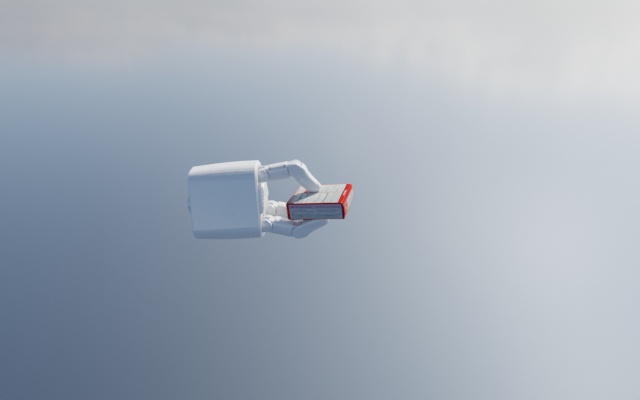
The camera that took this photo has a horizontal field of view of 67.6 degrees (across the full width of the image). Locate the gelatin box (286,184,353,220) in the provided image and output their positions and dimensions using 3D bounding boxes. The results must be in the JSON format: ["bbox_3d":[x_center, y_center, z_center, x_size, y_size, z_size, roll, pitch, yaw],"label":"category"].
[{"bbox_3d":[0.000,0.002,0.728,0.089,0.030,0.073,-2,23,16],"label":"gelatin box"}]
